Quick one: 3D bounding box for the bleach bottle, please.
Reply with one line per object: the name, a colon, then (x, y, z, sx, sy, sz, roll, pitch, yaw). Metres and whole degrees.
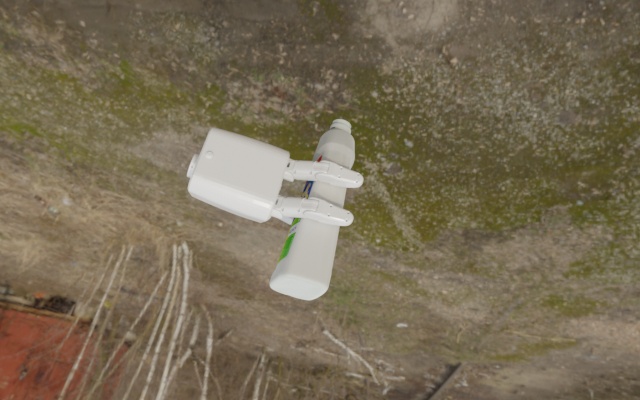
bleach bottle: (0.000, 0.002, 0.654, 0.068, 0.250, 0.103, 19, -25, -10)
